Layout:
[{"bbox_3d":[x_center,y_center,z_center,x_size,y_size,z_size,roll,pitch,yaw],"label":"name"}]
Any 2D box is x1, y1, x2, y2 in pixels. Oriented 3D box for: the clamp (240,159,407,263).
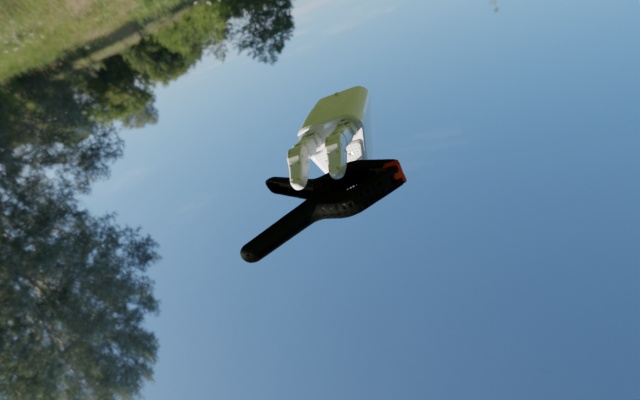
[{"bbox_3d":[0.001,0.002,0.587,0.210,0.036,0.164,-14,34,25],"label":"clamp"}]
